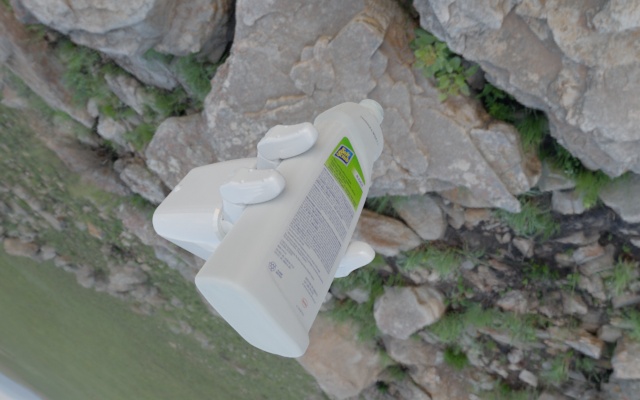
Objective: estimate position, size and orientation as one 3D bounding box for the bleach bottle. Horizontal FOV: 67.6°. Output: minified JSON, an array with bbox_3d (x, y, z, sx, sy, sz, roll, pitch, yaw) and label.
[{"bbox_3d":[0.000,0.001,0.424,0.068,0.103,0.250,-1,44,39],"label":"bleach bottle"}]
